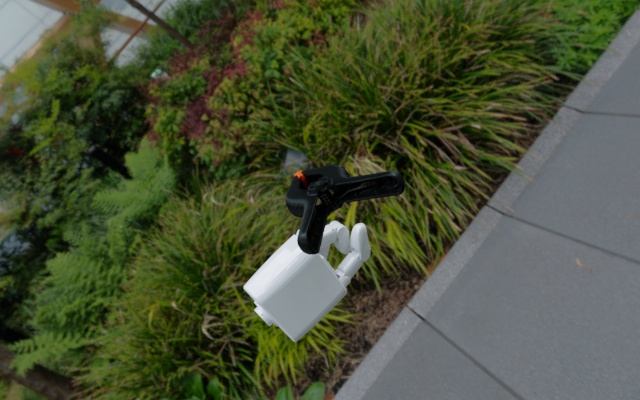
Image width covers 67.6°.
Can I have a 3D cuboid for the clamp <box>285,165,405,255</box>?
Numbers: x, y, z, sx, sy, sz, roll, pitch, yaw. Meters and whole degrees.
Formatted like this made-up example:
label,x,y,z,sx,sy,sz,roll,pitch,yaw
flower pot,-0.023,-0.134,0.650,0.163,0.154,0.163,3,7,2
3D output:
label,x,y,z,sx,sy,sz,roll,pitch,yaw
clamp,0.000,0.001,0.513,0.120,0.039,0.171,-32,19,-20
